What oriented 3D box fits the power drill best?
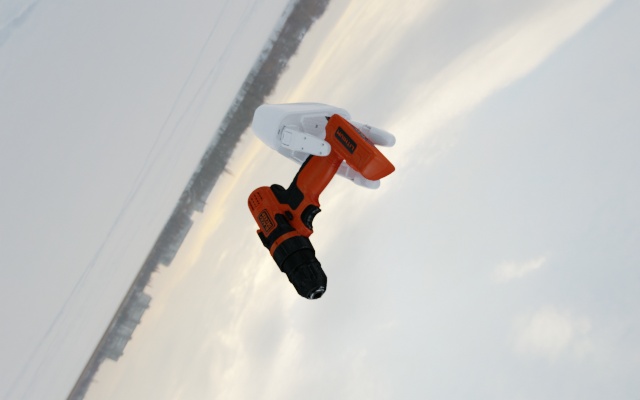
[{"bbox_3d":[0.000,0.001,0.584,0.057,0.188,0.184,27,21,-49],"label":"power drill"}]
